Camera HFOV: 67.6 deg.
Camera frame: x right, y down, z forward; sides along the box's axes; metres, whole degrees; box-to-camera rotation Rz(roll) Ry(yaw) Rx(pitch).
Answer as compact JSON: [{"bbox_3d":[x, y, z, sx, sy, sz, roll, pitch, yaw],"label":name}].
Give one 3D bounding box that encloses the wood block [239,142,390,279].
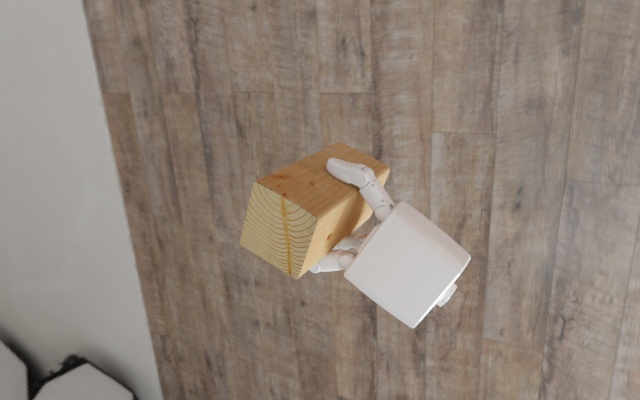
[{"bbox_3d":[0.000,0.002,0.620,0.090,0.091,0.206,29,31,18],"label":"wood block"}]
